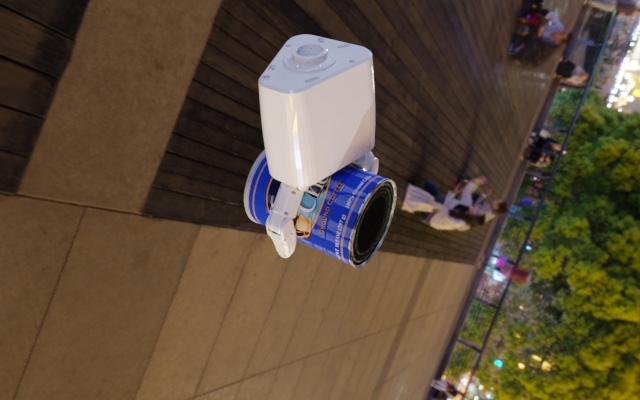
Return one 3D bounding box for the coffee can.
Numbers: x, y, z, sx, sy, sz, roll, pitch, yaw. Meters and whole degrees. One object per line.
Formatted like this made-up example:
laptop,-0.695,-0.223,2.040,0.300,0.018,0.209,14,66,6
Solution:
coffee can,0.000,0.002,0.539,0.140,0.103,0.103,22,10,26
